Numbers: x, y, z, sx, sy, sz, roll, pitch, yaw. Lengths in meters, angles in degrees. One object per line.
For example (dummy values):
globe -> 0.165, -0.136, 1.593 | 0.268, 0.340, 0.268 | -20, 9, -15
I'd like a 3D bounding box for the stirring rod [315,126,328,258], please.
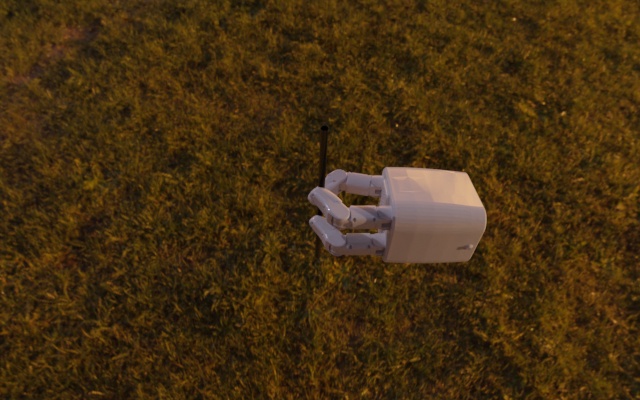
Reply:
stirring rod -> 0.000, 0.002, 0.582 | 0.011, 0.011, 0.240 | 0, -39, -3
